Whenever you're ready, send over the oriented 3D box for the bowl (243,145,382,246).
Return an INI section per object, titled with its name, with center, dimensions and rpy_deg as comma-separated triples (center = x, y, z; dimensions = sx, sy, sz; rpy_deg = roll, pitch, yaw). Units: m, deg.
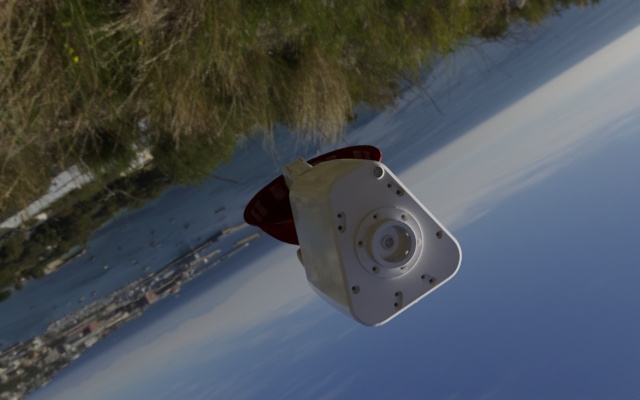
[bowl]
center = 0.000, 0.002, 0.520
dimensions = 0.162, 0.055, 0.162
rpy_deg = -23, 21, 9
